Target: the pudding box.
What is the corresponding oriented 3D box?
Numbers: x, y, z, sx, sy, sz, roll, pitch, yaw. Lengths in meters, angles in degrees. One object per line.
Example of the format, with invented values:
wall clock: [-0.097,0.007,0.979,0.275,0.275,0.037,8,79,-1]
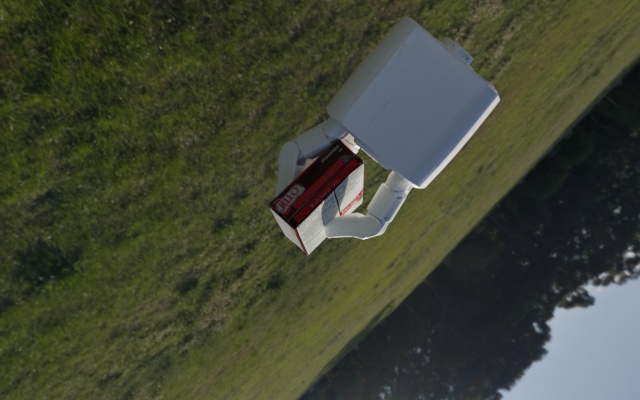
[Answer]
pudding box: [0.000,0.002,0.469,0.039,0.090,0.113,43,-11,18]
